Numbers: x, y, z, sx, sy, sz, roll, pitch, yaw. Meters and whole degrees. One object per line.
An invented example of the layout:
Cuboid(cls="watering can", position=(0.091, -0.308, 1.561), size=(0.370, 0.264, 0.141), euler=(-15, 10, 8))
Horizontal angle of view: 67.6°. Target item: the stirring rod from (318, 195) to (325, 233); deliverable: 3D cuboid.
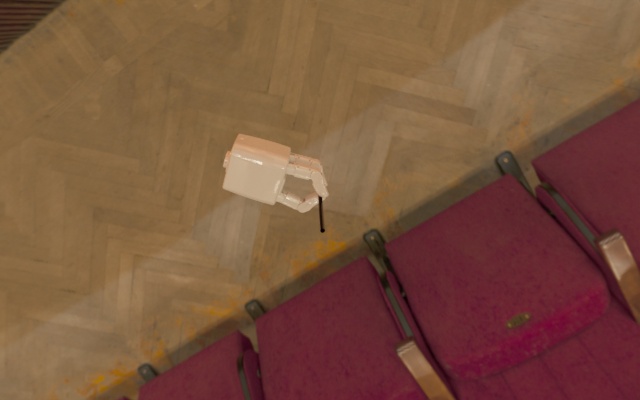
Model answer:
Cuboid(cls="stirring rod", position=(0.000, 0.003, 0.889), size=(0.011, 0.011, 0.239), euler=(0, 23, -2))
